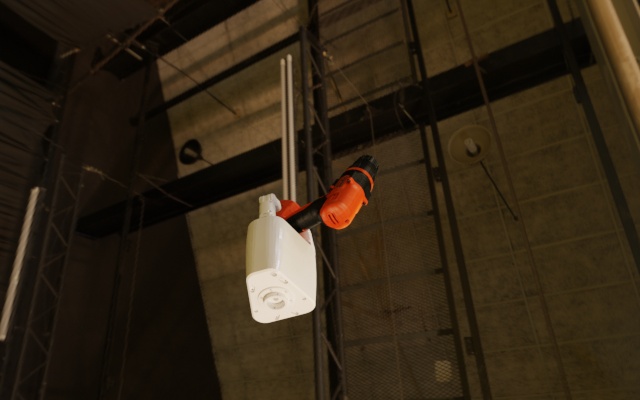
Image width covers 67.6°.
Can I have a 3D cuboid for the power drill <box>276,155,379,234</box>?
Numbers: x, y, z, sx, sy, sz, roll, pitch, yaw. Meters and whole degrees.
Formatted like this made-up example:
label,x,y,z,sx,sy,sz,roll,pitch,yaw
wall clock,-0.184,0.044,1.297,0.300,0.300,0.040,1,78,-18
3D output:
label,x,y,z,sx,sy,sz,roll,pitch,yaw
power drill,0.000,0.003,0.774,0.188,0.057,0.184,-27,15,35
